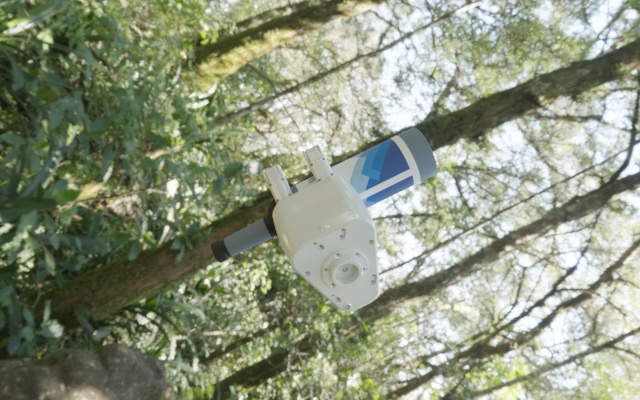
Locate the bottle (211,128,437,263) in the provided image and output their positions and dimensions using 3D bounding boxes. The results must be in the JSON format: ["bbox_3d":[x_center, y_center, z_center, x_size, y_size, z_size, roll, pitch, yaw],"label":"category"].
[{"bbox_3d":[0.000,0.002,0.604,0.296,0.069,0.069,-26,0,-1],"label":"bottle"}]
